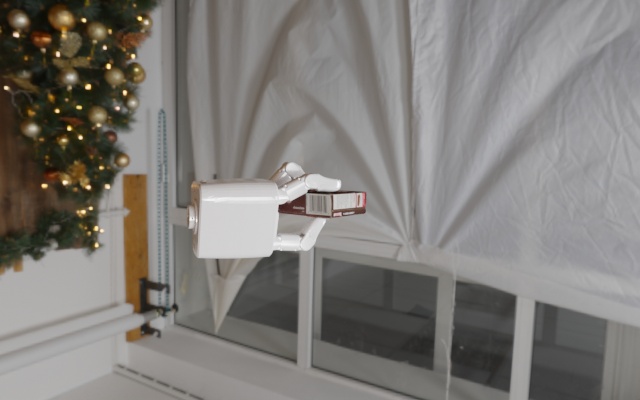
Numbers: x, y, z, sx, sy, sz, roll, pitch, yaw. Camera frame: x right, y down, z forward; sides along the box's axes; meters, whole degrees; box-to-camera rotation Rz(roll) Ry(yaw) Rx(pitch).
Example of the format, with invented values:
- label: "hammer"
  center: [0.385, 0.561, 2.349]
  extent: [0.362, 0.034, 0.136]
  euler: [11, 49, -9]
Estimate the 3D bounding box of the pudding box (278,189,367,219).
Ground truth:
- label: "pudding box"
  center: [0.000, 0.003, 0.733]
  extent: [0.113, 0.039, 0.090]
  euler: [7, 8, 39]
